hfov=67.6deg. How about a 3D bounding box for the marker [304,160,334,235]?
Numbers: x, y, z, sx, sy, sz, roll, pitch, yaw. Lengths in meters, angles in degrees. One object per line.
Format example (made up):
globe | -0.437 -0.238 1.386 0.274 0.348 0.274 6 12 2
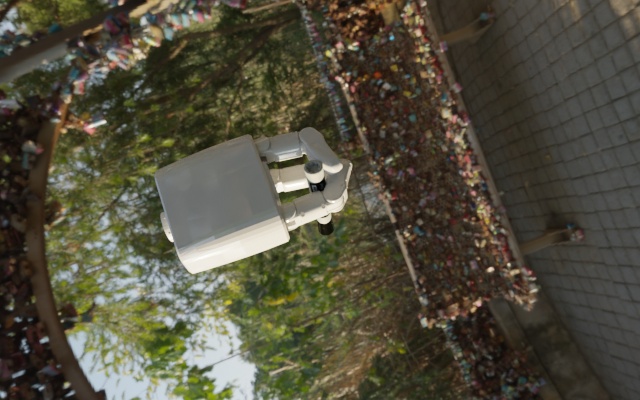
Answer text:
marker | 0.000 0.002 0.515 0.020 0.020 0.121 0 -35 8
